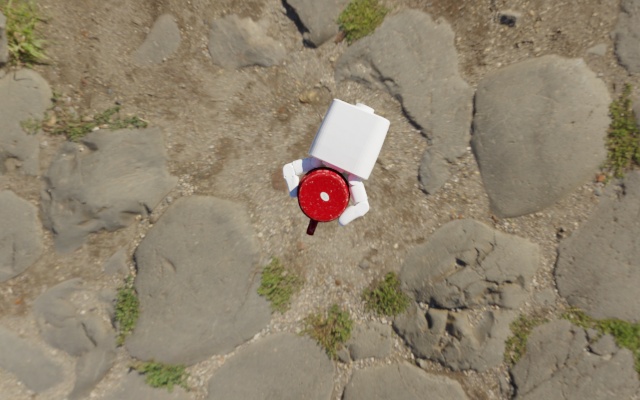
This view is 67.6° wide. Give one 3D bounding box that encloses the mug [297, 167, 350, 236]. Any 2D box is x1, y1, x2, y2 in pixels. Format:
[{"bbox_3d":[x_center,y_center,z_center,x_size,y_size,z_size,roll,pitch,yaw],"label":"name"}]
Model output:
[{"bbox_3d":[-0.001,0.004,0.788,0.093,0.117,0.081,22,5,-1],"label":"mug"}]
